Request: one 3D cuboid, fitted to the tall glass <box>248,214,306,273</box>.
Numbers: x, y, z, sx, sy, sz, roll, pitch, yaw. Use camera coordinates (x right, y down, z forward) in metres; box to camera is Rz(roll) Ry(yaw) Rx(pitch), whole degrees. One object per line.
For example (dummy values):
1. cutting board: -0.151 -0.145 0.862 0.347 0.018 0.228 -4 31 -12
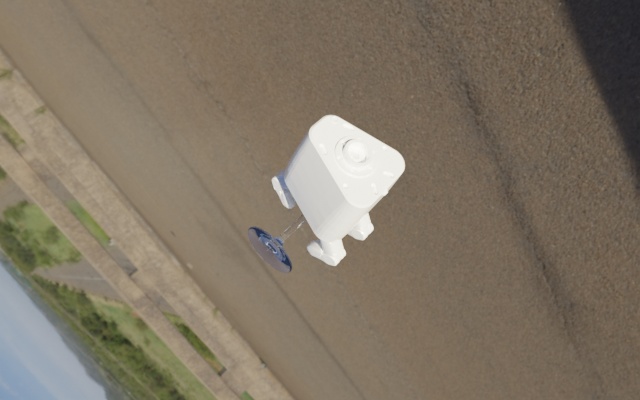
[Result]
1. tall glass: 0.000 0.003 0.637 0.201 0.079 0.079 -43 24 -29
